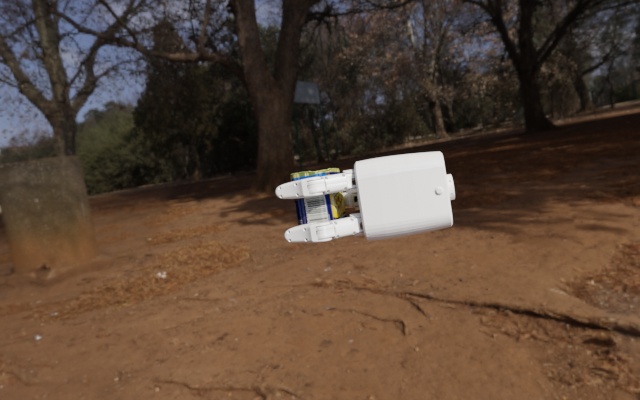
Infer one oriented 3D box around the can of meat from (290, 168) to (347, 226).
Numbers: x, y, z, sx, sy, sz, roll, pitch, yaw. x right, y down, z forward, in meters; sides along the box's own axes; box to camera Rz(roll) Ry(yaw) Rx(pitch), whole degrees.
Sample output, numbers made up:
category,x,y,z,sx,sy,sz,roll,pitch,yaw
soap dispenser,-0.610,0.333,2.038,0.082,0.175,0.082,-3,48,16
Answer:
category,x,y,z,sx,sy,sz,roll,pitch,yaw
can of meat,0.000,0.002,0.636,0.057,0.084,0.102,-8,2,14
